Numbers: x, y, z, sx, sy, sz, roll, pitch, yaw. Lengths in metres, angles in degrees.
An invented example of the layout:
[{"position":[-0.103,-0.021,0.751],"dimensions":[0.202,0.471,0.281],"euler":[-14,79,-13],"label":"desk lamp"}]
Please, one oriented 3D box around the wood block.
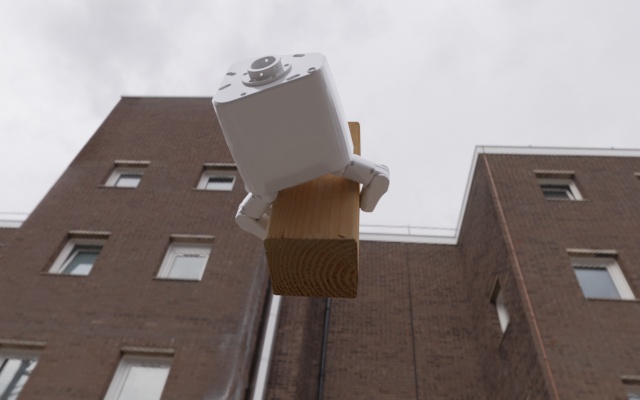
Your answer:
[{"position":[0.000,0.001,0.547],"dimensions":[0.091,0.090,0.206],"euler":[1,41,6],"label":"wood block"}]
